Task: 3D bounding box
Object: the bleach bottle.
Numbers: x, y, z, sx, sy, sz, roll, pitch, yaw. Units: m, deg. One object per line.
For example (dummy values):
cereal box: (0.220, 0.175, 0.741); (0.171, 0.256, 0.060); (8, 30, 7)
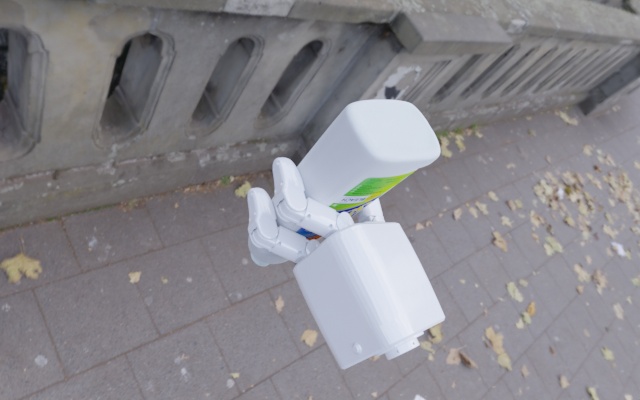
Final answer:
bleach bottle: (0.000, 0.002, 0.490); (0.102, 0.068, 0.251); (-9, -25, -40)
